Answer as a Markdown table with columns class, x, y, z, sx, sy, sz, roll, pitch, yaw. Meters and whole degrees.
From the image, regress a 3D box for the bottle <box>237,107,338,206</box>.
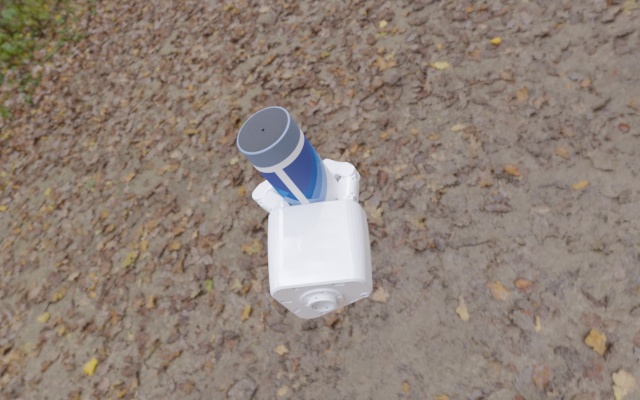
| class | x | y | z | sx | sy | sz | roll | pitch | yaw |
| --- | --- | --- | --- | --- | --- | --- | --- | --- | --- |
| bottle | 0.000 | 0.002 | 0.621 | 0.069 | 0.069 | 0.296 | 0 | -32 | 30 |
